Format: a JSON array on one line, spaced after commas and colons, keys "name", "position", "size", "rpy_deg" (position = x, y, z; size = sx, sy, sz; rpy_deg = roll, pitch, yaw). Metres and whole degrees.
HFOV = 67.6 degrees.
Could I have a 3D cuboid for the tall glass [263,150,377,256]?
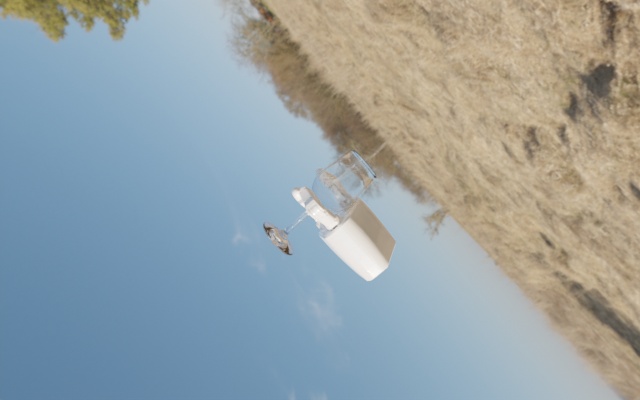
[{"name": "tall glass", "position": [0.000, 0.003, 0.808], "size": [0.201, 0.079, 0.079], "rpy_deg": [-41, -10, 12]}]
